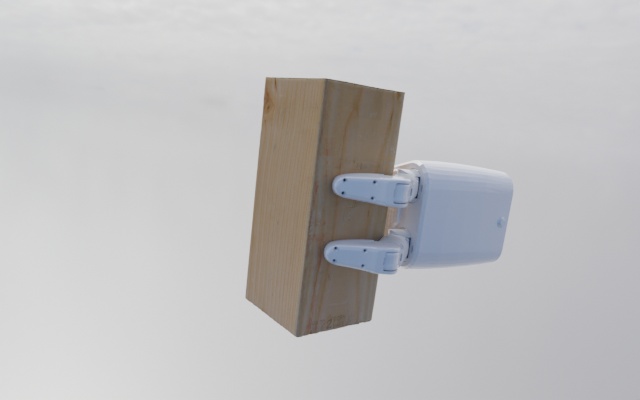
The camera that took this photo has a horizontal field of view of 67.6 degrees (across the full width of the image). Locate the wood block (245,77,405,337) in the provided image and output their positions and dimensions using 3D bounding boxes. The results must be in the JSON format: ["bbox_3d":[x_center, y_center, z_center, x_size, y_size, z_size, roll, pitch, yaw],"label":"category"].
[{"bbox_3d":[0.000,0.001,0.428,0.090,0.206,0.091,-1,13,-37],"label":"wood block"}]
